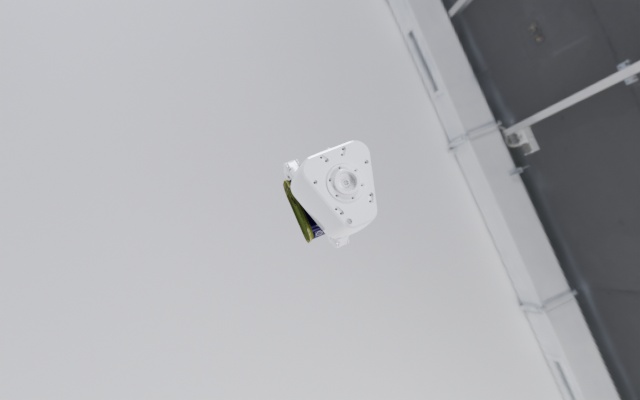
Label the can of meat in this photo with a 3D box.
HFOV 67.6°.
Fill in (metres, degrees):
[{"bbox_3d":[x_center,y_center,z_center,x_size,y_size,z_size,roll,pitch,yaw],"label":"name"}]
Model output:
[{"bbox_3d":[0.000,0.002,0.742,0.084,0.102,0.057,-22,-9,-12],"label":"can of meat"}]
